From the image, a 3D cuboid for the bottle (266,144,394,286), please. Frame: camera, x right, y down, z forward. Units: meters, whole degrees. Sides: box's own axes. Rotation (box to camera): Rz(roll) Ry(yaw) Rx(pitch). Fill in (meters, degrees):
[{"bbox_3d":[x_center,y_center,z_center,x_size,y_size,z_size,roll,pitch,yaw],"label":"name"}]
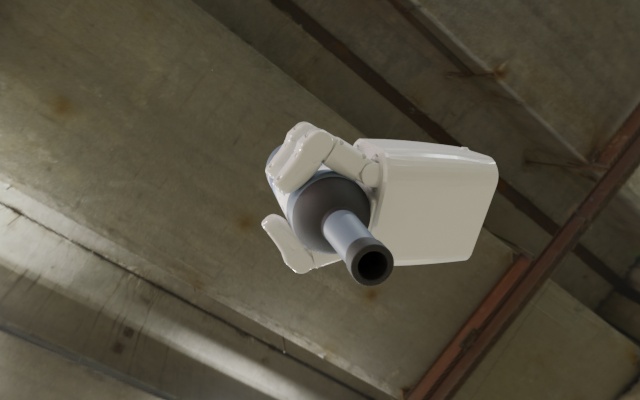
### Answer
[{"bbox_3d":[0.000,0.001,0.424,0.069,0.069,0.295,0,15,-13],"label":"bottle"}]
